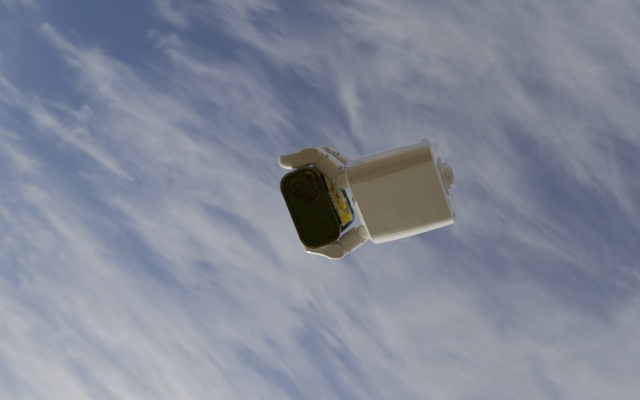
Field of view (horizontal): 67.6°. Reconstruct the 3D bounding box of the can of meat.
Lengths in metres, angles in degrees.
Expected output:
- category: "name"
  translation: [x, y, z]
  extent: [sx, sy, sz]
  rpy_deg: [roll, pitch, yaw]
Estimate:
- category: "can of meat"
  translation: [0.000, 0.002, 0.629]
  extent: [0.057, 0.102, 0.084]
  rpy_deg: [-20, 4, 22]
